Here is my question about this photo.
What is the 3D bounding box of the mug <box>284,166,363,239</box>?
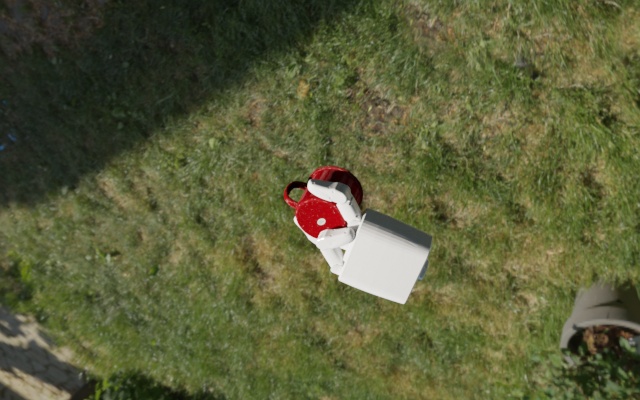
[{"bbox_3d":[-0.001,0.002,0.733,0.117,0.093,0.081,21,40,5],"label":"mug"}]
